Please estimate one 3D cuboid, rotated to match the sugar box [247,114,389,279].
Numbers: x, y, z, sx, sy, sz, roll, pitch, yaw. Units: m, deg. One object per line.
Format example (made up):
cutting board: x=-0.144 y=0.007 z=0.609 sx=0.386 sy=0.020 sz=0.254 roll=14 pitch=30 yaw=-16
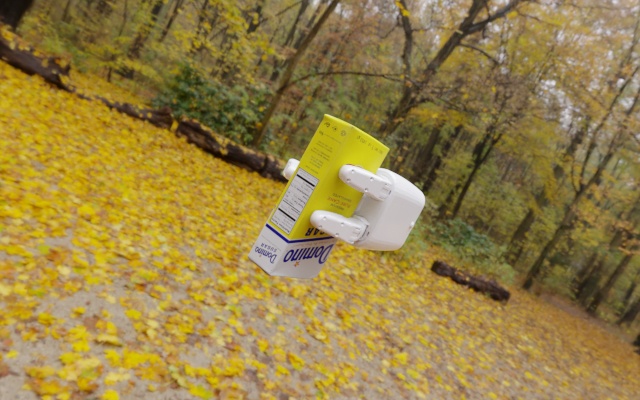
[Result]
sugar box: x=0.001 y=0.002 z=0.525 sx=0.048 sy=0.176 sz=0.093 roll=31 pitch=8 yaw=33
